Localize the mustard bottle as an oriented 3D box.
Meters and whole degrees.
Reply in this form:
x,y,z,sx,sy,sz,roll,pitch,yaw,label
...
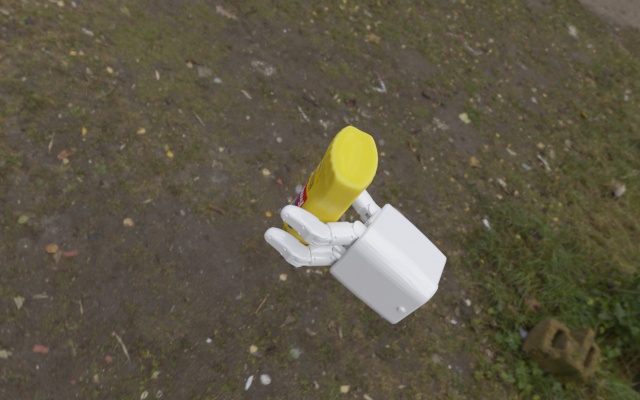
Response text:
x,y,z,sx,sy,sz,roll,pitch,yaw,label
0.000,0.002,0.593,0.058,0.096,0.192,24,-42,-12,mustard bottle
